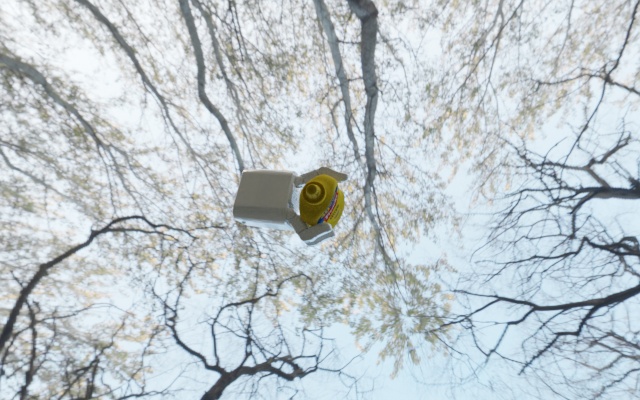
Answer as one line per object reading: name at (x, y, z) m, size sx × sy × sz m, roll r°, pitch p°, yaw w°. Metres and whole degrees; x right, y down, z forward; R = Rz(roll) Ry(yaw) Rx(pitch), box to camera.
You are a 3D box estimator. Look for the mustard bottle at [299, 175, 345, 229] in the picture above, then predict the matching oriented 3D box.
mustard bottle at (0.001, 0.003, 0.889) m, size 0.058 × 0.096 × 0.192 m, roll 28°, pitch -7°, yaw 15°
